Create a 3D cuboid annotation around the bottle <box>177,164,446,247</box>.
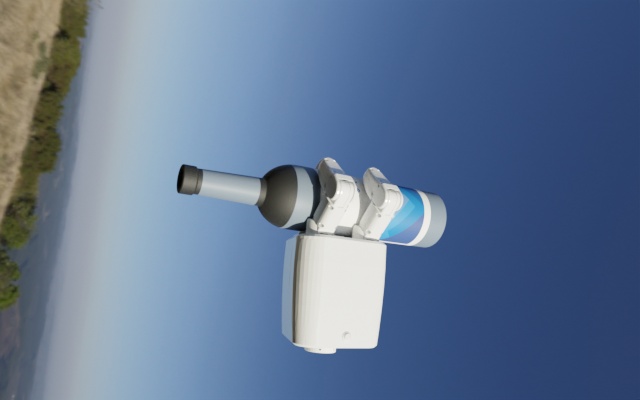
[{"bbox_3d":[0.000,0.002,0.504,0.296,0.069,0.069,10,-5,-28],"label":"bottle"}]
